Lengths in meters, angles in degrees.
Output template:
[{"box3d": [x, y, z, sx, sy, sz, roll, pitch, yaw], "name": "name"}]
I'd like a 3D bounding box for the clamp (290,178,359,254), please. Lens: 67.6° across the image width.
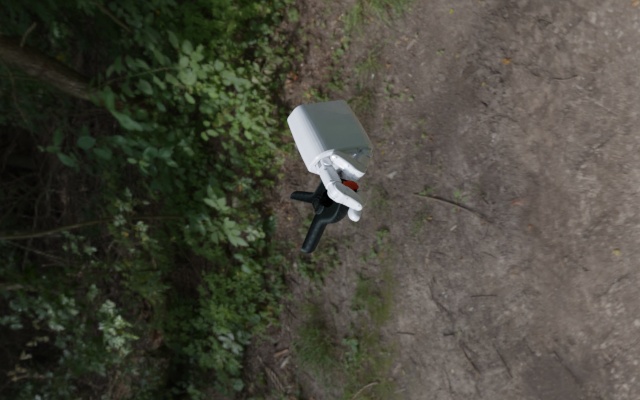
[{"box3d": [0.000, 0.003, 0.829, 0.039, 0.120, 0.171, -3, -32, -42], "name": "clamp"}]
